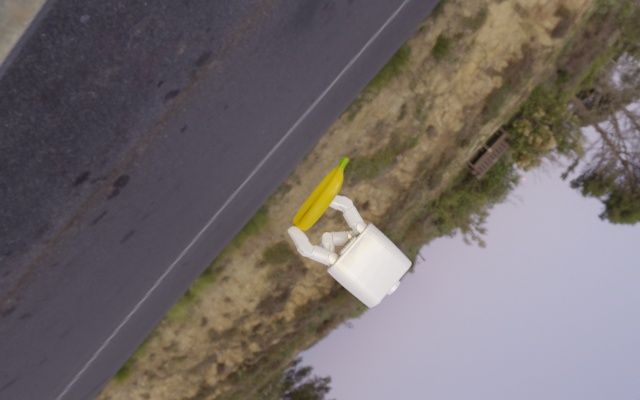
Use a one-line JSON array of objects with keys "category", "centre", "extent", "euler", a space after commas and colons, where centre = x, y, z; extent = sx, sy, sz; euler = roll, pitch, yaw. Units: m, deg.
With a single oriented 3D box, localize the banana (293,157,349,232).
[{"category": "banana", "centre": [-0.007, 0.009, 0.837], "extent": [0.198, 0.037, 0.069], "euler": [-51, -5, 40]}]
